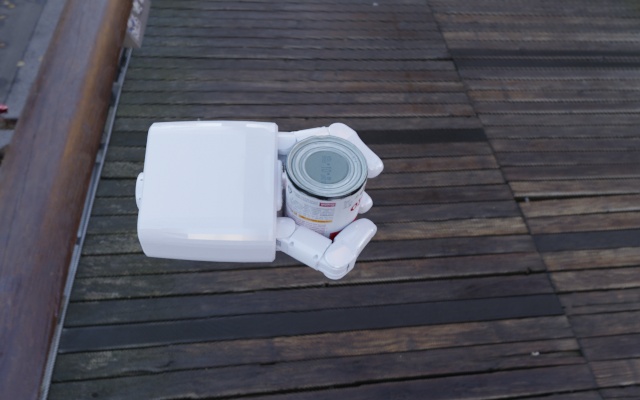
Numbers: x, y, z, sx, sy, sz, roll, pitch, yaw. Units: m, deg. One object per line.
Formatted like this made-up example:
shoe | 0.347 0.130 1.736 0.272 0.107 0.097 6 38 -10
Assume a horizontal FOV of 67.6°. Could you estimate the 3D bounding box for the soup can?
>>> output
soup can | 0.001 0.001 0.412 0.068 0.068 0.102 0 -37 -7
